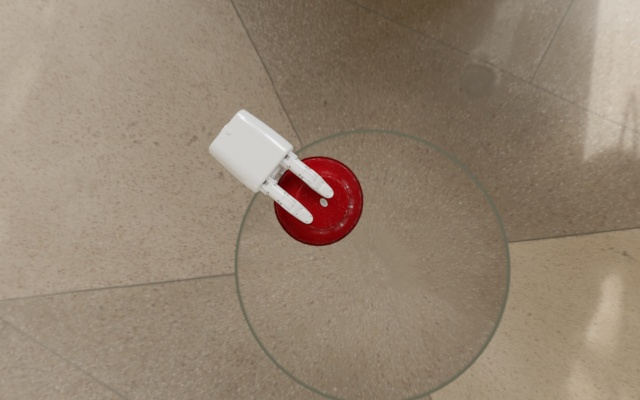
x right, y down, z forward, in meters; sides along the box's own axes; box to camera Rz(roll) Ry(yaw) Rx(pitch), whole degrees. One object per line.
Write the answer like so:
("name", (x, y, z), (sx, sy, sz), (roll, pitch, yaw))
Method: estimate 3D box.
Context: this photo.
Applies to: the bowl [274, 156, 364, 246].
("bowl", (0.001, 0.003, 0.826), (0.162, 0.162, 0.055), (0, 3, -7))
